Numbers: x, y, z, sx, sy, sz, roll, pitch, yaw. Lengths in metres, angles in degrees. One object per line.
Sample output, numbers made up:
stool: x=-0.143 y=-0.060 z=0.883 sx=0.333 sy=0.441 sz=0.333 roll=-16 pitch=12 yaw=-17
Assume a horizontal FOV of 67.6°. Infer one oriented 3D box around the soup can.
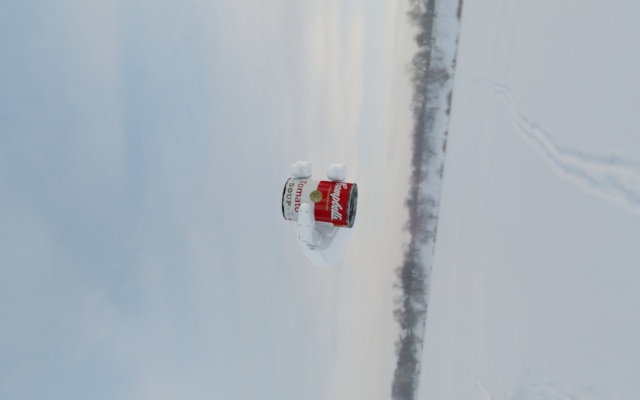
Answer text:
soup can: x=0.000 y=0.002 z=0.716 sx=0.102 sy=0.068 sz=0.068 roll=6 pitch=1 yaw=14
